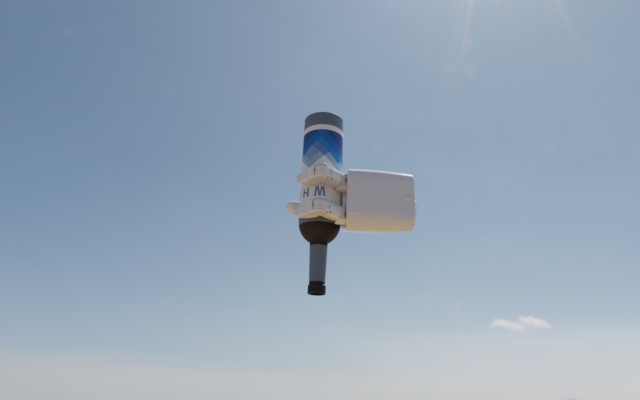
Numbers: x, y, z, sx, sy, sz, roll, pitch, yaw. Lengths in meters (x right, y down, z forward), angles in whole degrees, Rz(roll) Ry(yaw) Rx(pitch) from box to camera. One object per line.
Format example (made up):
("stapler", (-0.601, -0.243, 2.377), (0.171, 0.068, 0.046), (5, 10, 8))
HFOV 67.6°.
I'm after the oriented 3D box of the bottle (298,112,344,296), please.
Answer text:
("bottle", (0.000, 0.002, 0.762), (0.069, 0.295, 0.069), (2, -22, 1))
